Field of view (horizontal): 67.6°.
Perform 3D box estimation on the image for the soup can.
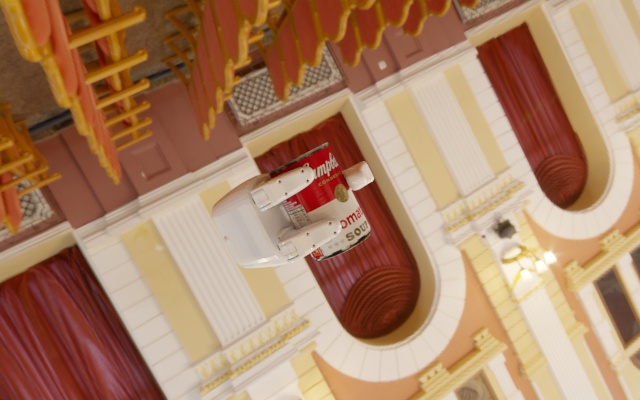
[{"bbox_3d":[0.001,0.002,0.486,0.068,0.102,0.068,-27,5,2],"label":"soup can"}]
